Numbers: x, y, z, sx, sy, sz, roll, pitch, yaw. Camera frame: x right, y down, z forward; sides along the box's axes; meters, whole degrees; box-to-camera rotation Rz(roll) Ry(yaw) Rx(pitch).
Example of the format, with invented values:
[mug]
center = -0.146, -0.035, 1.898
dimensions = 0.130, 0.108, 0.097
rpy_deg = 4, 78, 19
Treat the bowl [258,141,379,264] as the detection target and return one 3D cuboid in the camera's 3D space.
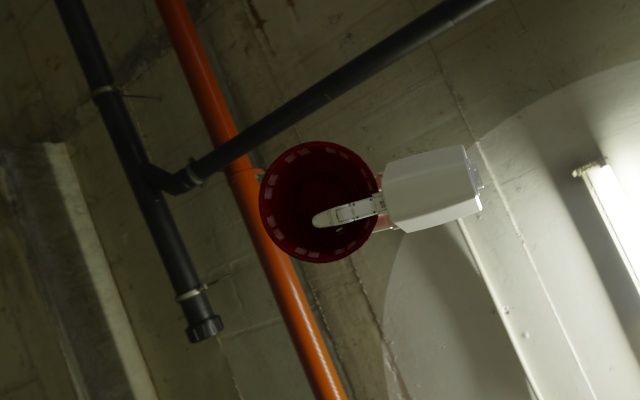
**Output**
[bowl]
center = -0.001, 0.002, 0.652
dimensions = 0.162, 0.162, 0.055
rpy_deg = 0, 1, 7
